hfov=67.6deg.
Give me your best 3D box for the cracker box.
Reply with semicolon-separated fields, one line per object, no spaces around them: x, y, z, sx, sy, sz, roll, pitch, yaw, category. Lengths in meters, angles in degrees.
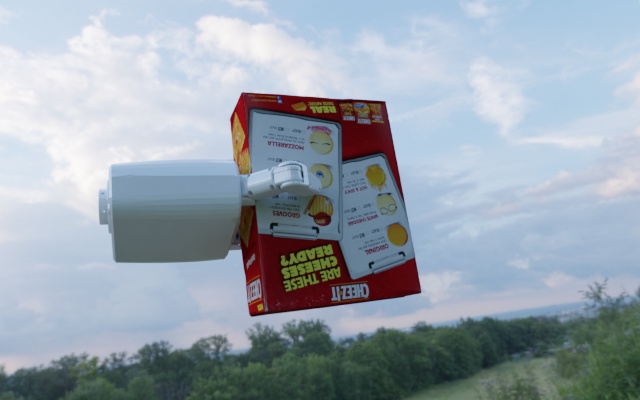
0.000;0.001;0.494;0.164;0.213;0.072;-2;-16;-23;cracker box
